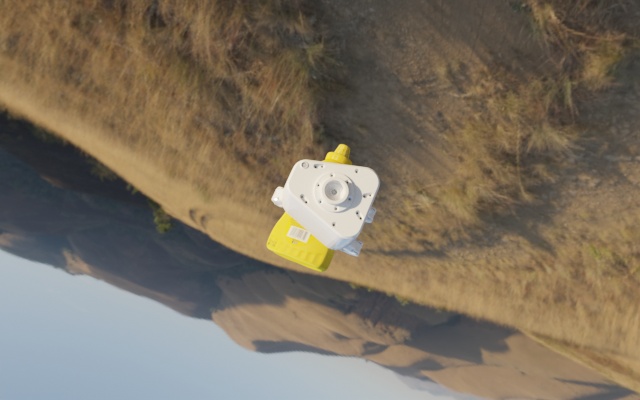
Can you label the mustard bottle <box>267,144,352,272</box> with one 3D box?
[{"bbox_3d":[0.000,0.003,0.715,0.096,0.191,0.058,18,-13,24],"label":"mustard bottle"}]
